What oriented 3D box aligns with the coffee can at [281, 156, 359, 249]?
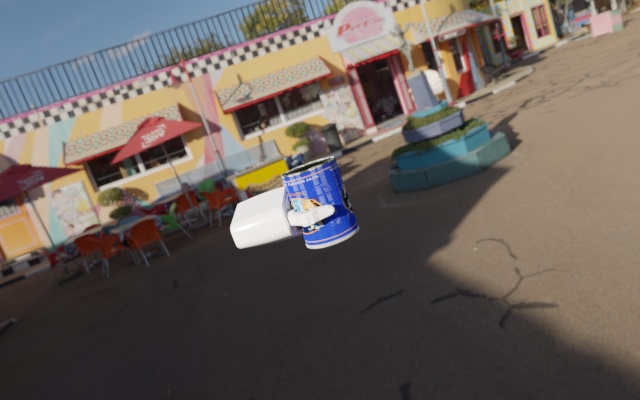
[{"bbox_3d":[0.000,0.003,0.864,0.103,0.140,0.103,-19,11,4],"label":"coffee can"}]
